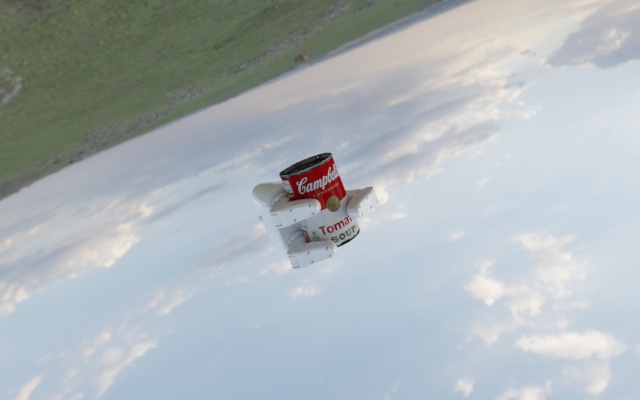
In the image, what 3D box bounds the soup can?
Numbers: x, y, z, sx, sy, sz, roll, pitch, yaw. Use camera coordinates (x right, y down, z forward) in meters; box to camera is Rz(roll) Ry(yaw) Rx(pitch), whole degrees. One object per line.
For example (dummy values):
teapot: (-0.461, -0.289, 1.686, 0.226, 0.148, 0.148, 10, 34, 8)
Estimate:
soup can: (0.000, 0.002, 0.578, 0.068, 0.102, 0.068, -20, 15, 6)
